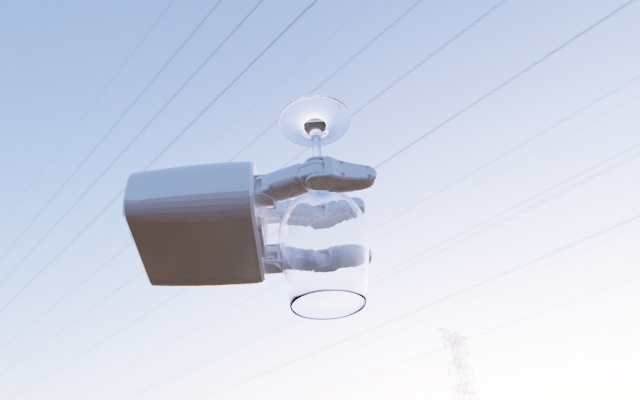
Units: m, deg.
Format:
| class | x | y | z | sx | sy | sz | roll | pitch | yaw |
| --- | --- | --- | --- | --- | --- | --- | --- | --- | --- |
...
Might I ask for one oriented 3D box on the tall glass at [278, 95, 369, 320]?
| class | x | y | z | sx | sy | sz | roll | pitch | yaw |
| --- | --- | --- | --- | --- | --- | --- | --- | --- | --- |
| tall glass | 0.000 | 0.001 | 0.433 | 0.079 | 0.201 | 0.079 | -3 | -34 | -2 |
